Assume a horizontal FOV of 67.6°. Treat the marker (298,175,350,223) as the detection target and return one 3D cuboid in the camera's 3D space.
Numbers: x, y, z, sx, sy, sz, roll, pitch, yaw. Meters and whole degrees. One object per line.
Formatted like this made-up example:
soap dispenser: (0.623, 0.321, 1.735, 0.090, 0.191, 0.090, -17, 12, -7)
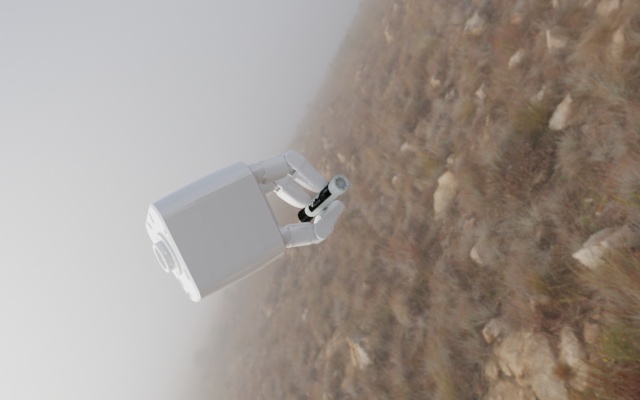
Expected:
marker: (0.000, 0.002, 0.554, 0.020, 0.020, 0.121, 0, -20, -23)
